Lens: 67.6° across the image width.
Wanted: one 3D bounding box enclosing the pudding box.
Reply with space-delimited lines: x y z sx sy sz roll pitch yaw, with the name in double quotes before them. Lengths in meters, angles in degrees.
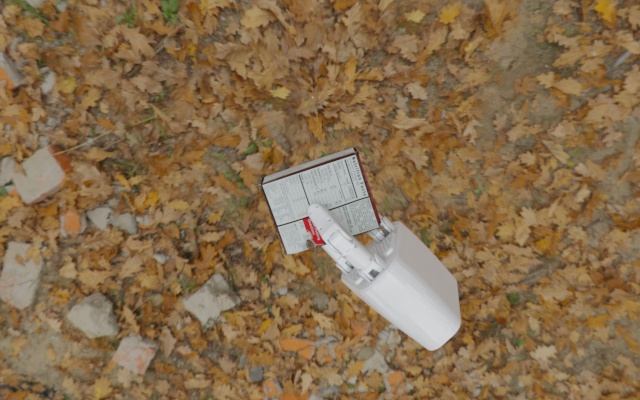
"pudding box" 0.000 0.002 0.525 0.113 0.090 0.039 -18 13 3
